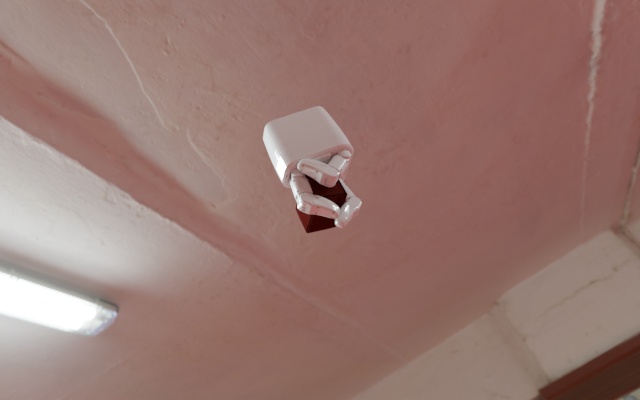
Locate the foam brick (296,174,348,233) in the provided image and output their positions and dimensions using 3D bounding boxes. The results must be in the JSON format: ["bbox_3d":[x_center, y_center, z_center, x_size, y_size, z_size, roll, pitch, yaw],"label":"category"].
[{"bbox_3d":[0.000,0.003,0.727,0.053,0.051,0.078,-9,-41,-25],"label":"foam brick"}]
